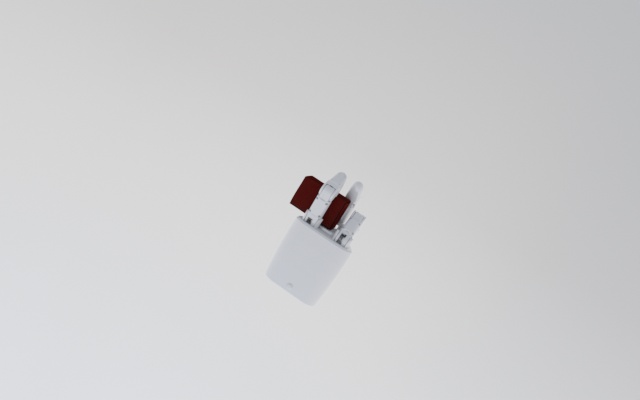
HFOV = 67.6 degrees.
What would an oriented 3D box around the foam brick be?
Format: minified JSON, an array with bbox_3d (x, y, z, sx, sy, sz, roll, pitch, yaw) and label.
[{"bbox_3d":[0.000,0.002,0.747,0.078,0.051,0.053,33,9,9],"label":"foam brick"}]
